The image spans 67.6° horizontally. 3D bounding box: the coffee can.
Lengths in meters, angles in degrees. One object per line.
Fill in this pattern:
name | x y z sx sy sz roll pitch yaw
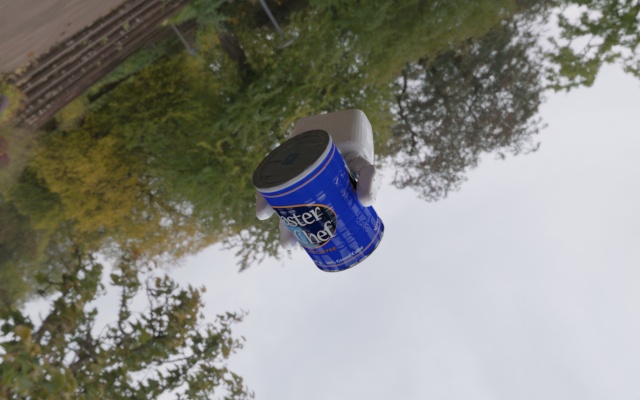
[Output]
coffee can | 0.000 0.002 0.570 0.103 0.140 0.102 -25 30 16
